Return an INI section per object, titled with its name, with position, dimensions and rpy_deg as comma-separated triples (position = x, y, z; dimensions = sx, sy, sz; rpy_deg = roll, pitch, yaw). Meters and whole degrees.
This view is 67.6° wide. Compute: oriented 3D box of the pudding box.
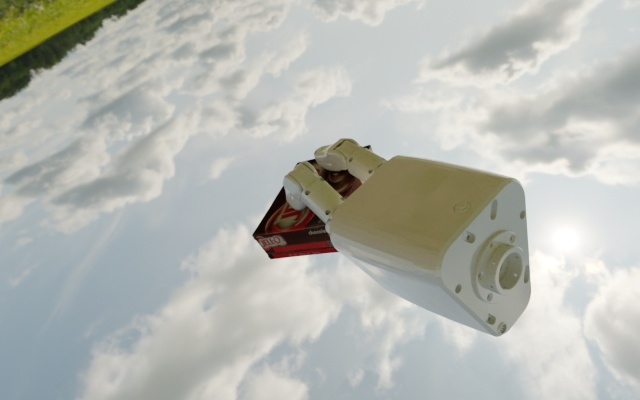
[pudding box]
position = 0.000, 0.002, 0.448
dimensions = 0.090, 0.039, 0.113
rpy_deg = -10, 34, 33
